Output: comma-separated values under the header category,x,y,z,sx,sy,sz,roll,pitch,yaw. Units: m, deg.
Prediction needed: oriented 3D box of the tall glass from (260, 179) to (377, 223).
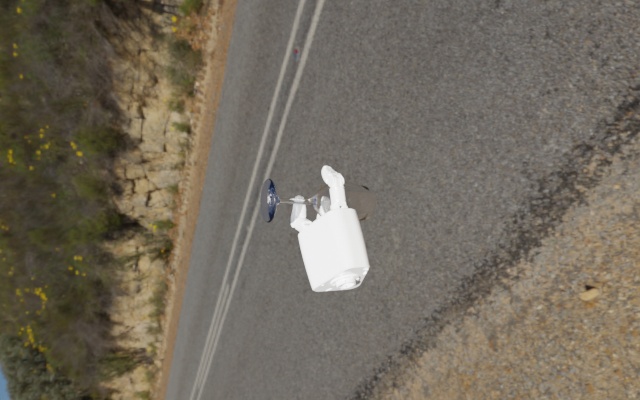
category,x,y,z,sx,sy,sz,roll,pitch,yaw
tall glass,0.000,0.003,0.848,0.201,0.079,0.079,1,-1,-27
